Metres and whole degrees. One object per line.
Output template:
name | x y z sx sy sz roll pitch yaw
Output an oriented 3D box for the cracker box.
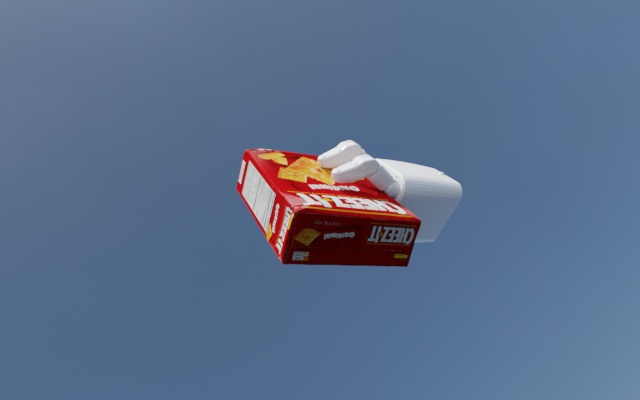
cracker box | 0.000 0.002 0.611 0.164 0.072 0.213 4 21 -26
